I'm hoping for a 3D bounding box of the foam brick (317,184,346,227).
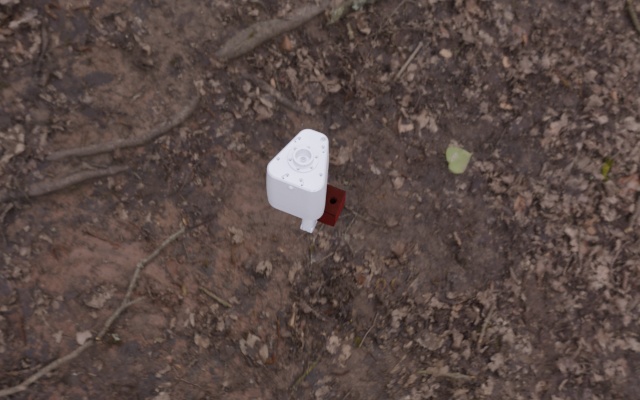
[{"bbox_3d":[0.000,0.003,0.848,0.078,0.053,0.051,21,-26,7],"label":"foam brick"}]
